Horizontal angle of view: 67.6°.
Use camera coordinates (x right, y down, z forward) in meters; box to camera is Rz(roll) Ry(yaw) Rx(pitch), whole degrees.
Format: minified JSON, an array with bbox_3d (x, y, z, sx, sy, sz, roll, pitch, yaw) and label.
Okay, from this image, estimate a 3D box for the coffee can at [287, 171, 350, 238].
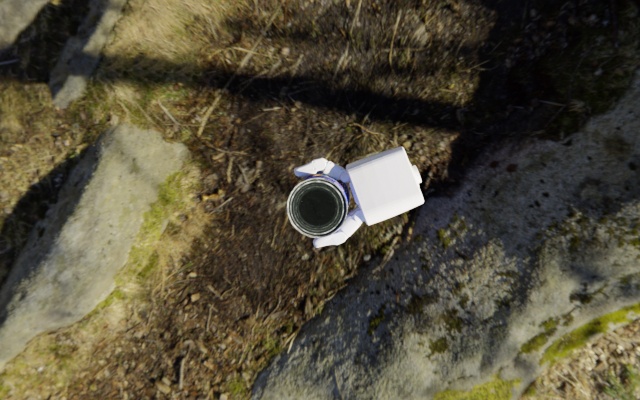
[{"bbox_3d":[0.000,0.003,0.861,0.103,0.103,0.140,0,8,5],"label":"coffee can"}]
